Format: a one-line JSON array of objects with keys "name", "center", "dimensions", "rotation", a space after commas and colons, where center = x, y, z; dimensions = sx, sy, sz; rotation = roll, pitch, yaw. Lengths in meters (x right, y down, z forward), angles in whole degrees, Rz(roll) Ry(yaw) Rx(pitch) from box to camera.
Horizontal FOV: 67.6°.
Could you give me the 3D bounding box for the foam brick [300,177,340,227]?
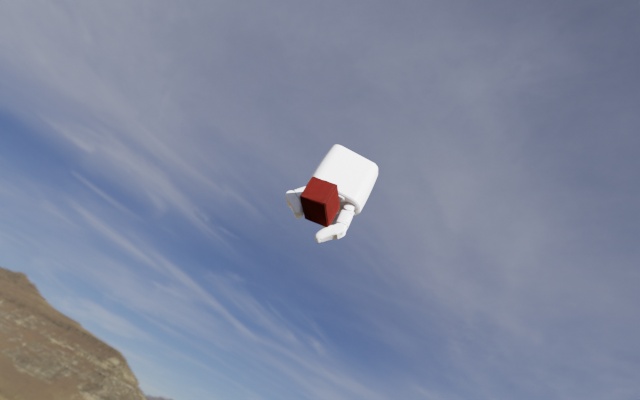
[{"name": "foam brick", "center": [0.000, 0.003, 0.885], "dimensions": [0.053, 0.051, 0.078], "rotation": [21, -30, 19]}]
